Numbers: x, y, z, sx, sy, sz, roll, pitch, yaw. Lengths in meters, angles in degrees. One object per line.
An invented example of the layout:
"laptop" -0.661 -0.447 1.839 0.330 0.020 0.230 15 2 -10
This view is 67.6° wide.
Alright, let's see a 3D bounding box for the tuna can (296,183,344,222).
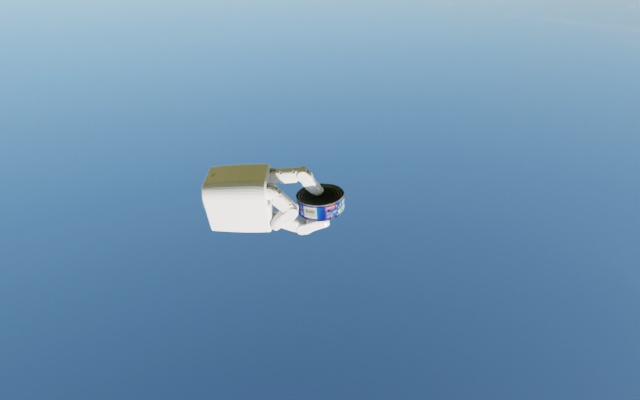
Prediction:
"tuna can" 0.000 0.003 0.851 0.086 0.034 0.086 -3 28 2
